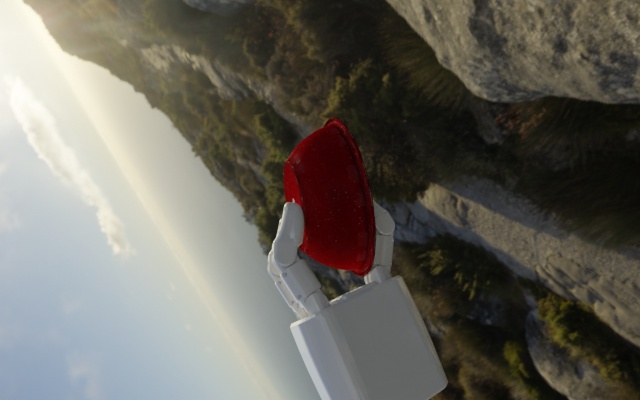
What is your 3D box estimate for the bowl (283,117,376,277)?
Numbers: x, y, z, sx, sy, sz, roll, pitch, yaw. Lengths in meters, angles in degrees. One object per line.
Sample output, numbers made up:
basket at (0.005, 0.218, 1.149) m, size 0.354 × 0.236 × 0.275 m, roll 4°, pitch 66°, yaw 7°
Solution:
bowl at (-0.001, 0.001, 0.475) m, size 0.055 × 0.162 × 0.162 m, roll -11°, pitch 2°, yaw -13°
